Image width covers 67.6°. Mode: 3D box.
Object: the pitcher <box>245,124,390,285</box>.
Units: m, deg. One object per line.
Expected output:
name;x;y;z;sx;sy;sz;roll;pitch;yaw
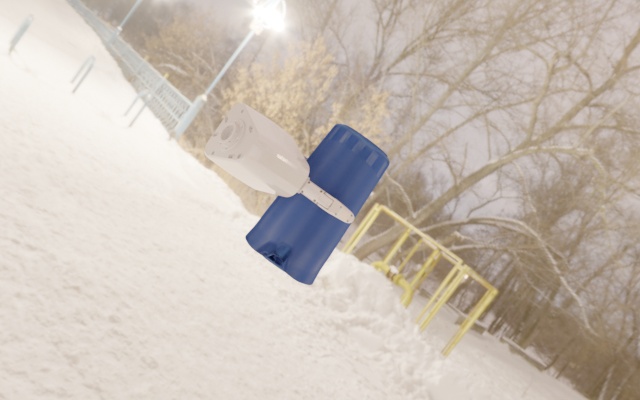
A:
pitcher;0.000;0.002;0.774;0.145;0.243;0.149;33;4;-41
